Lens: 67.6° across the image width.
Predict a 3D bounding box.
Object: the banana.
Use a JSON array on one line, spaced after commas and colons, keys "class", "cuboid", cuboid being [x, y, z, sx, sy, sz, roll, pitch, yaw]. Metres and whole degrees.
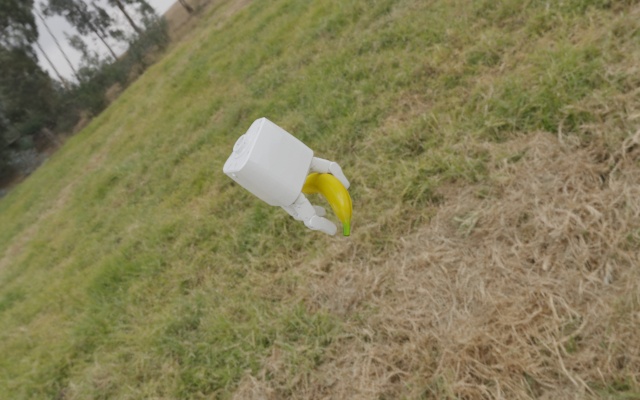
[{"class": "banana", "cuboid": [0.009, -0.012, 0.826, 0.037, 0.070, 0.197, 15, 17, -28]}]
